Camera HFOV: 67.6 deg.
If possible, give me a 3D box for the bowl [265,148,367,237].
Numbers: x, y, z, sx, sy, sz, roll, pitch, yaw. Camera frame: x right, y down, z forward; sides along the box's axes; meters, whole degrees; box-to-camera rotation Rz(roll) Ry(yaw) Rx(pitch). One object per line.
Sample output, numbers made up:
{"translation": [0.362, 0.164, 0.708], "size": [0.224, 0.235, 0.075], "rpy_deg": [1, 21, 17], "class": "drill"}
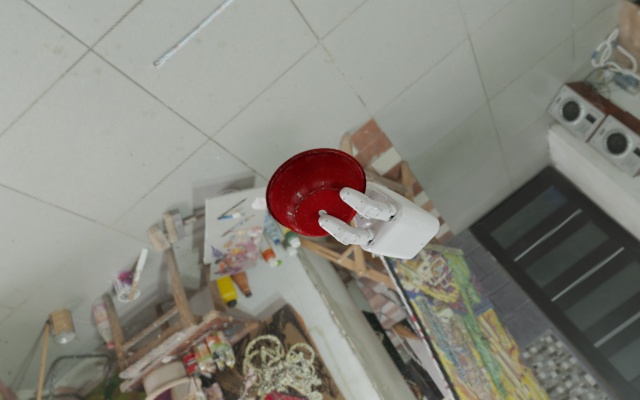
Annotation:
{"translation": [-0.001, 0.002, 0.724], "size": [0.162, 0.162, 0.055], "rpy_deg": [0, 37, -16], "class": "bowl"}
